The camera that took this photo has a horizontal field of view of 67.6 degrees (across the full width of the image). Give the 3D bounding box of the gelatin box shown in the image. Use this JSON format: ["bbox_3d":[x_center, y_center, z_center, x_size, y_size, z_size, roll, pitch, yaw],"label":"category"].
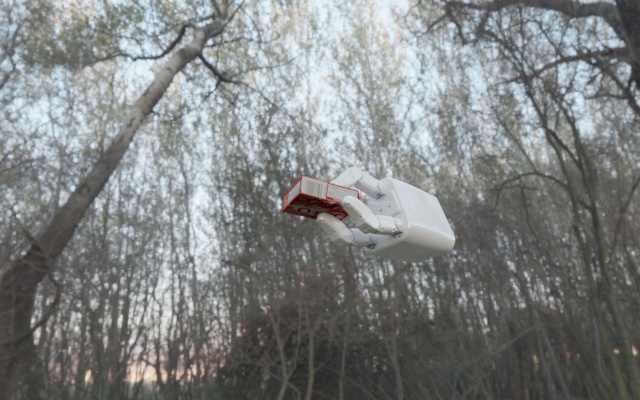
[{"bbox_3d":[0.000,0.002,0.671,0.089,0.030,0.073,15,-26,-19],"label":"gelatin box"}]
